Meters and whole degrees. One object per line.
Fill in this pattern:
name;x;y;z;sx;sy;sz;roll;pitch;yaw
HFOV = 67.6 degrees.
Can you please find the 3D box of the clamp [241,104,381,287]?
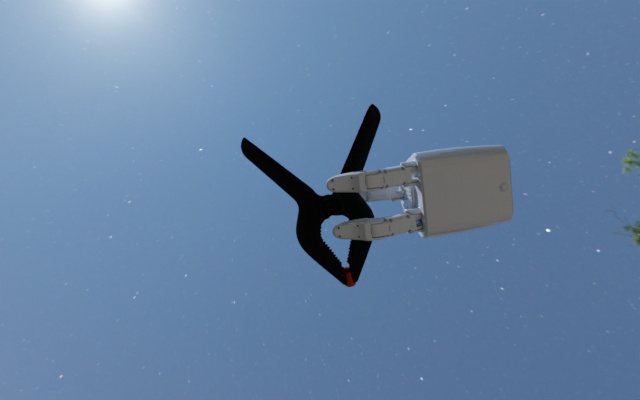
clamp;0.000;0.002;0.565;0.164;0.210;0.036;-8;9;-1
